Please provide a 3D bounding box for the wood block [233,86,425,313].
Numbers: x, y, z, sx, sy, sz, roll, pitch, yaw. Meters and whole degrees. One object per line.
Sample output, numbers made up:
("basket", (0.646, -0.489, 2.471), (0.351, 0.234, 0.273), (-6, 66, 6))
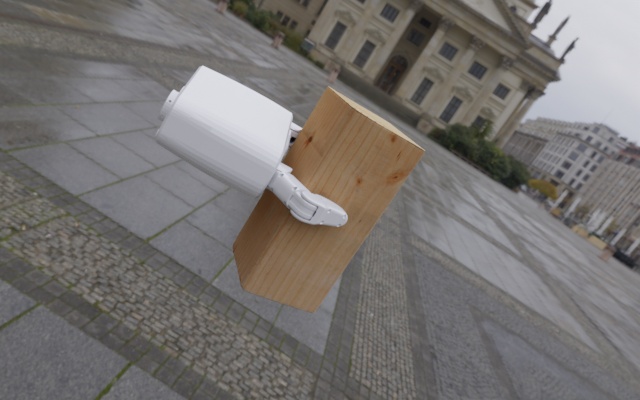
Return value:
("wood block", (0.000, 0.002, 0.497), (0.090, 0.206, 0.090), (25, 17, -26))
